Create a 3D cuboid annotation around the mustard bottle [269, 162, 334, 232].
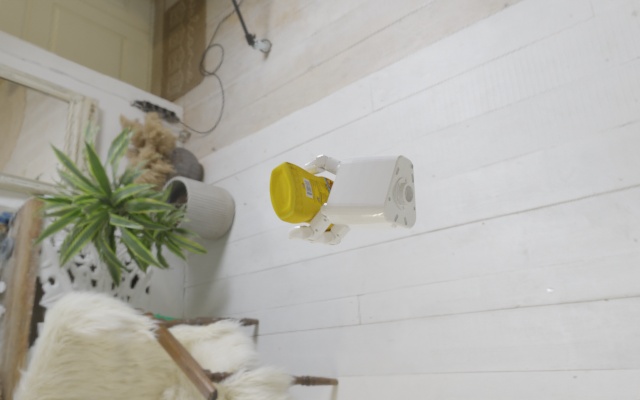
[{"bbox_3d":[0.000,0.003,0.812,0.058,0.096,0.192,-30,-30,32],"label":"mustard bottle"}]
